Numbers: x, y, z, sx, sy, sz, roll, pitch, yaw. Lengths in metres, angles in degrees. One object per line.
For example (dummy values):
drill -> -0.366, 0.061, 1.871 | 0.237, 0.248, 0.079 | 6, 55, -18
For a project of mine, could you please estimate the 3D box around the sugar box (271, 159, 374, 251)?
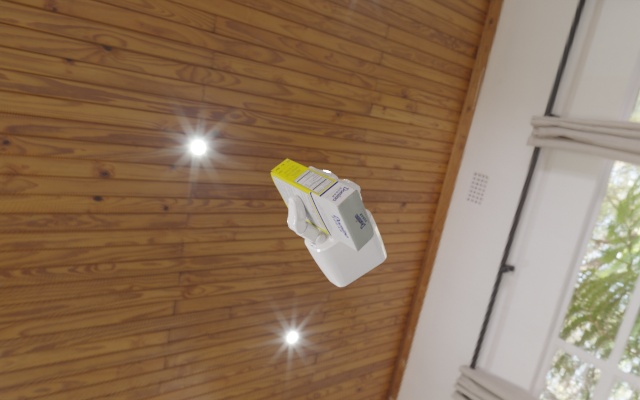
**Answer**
sugar box -> 0.000, 0.002, 0.728 | 0.048, 0.093, 0.176 | -42, 40, -21
